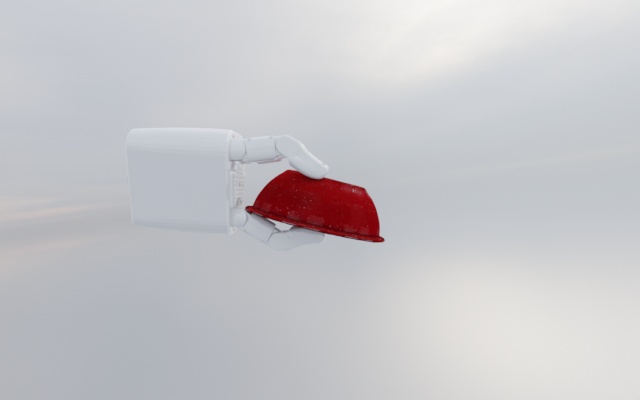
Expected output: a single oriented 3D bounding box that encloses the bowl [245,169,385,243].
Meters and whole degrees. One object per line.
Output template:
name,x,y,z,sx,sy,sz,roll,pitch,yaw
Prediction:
bowl,0.001,0.002,0.540,0.162,0.055,0.162,14,1,0
